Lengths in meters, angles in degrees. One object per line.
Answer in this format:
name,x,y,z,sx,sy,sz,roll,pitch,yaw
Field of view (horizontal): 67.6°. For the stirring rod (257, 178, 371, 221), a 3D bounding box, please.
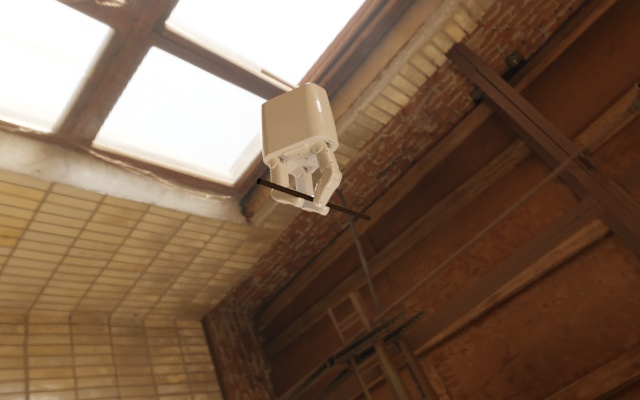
stirring rod,0.000,0.002,0.707,0.011,0.011,0.239,0,-13,43
